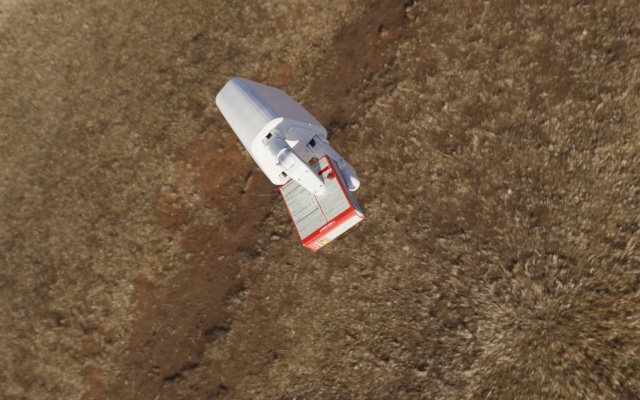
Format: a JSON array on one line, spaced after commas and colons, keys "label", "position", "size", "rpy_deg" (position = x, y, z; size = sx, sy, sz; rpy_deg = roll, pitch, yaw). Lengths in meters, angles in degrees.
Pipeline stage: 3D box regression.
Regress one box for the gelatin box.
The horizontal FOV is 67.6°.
[{"label": "gelatin box", "position": [0.000, 0.002, 0.556], "size": [0.073, 0.089, 0.030], "rpy_deg": [-35, -33, 15]}]
